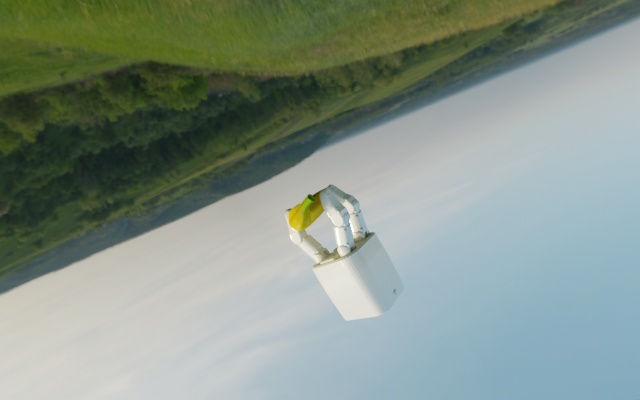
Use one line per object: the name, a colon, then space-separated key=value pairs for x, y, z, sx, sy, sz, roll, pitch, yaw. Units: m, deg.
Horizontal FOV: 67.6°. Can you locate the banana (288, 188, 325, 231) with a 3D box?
banana: x=-0.015 y=0.014 z=0.758 sx=0.069 sy=0.037 sz=0.198 roll=-39 pitch=0 yaw=11
